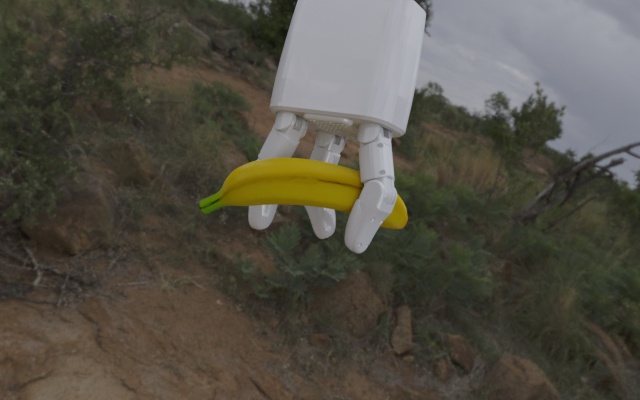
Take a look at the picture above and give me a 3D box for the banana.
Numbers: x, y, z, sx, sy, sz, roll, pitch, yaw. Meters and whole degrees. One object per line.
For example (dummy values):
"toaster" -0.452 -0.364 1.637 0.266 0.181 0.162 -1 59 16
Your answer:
"banana" 0.005 -0.005 0.400 0.198 0.037 0.070 8 -22 -26
